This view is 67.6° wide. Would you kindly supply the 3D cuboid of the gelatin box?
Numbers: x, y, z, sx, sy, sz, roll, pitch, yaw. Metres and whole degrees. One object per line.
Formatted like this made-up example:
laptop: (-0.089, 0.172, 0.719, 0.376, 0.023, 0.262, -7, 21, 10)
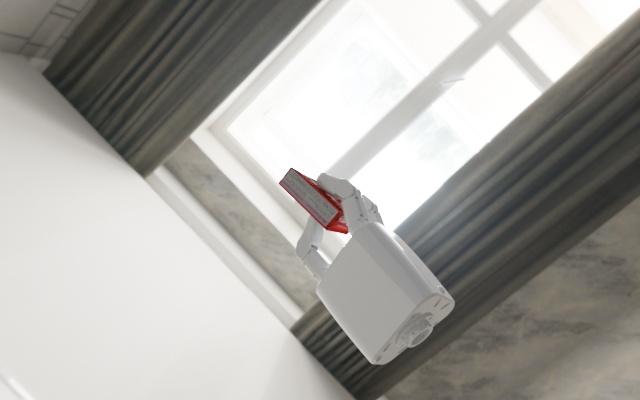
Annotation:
gelatin box: (0.000, 0.002, 0.583, 0.089, 0.030, 0.073, 42, 7, 22)
